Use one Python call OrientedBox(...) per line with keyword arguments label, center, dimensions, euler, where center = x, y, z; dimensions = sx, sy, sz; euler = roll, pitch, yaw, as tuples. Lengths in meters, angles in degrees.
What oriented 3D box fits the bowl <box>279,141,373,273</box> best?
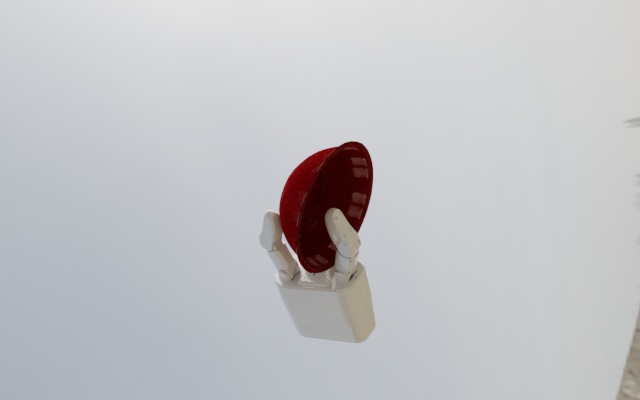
OrientedBox(label="bowl", center=(0.000, 0.001, 0.568), dimensions=(0.055, 0.162, 0.162), euler=(21, 10, 29))
